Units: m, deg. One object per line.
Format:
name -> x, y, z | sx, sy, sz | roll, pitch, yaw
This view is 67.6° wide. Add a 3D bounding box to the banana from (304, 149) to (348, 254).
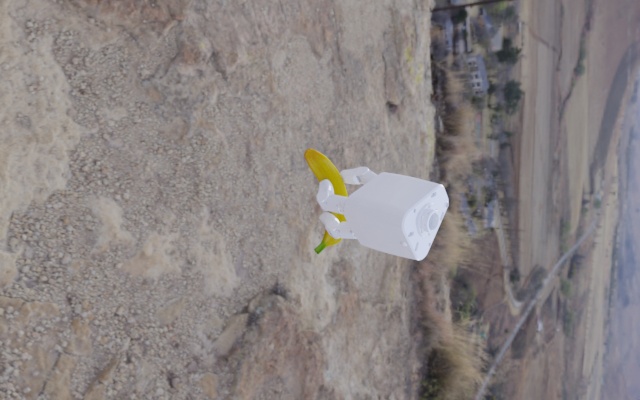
banana -> 0.016, 0.000, 0.812 | 0.069, 0.198, 0.037 | -20, 28, -27
